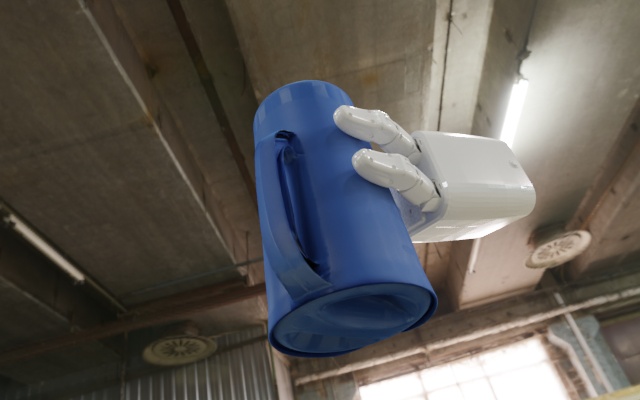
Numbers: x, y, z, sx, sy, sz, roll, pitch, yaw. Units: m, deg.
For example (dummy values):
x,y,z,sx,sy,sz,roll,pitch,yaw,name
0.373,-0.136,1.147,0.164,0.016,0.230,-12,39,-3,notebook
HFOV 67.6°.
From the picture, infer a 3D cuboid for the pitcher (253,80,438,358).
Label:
x,y,z,sx,sy,sz,roll,pitch,yaw,name
0.000,0.001,0.427,0.145,0.242,0.149,0,-38,-19,pitcher
